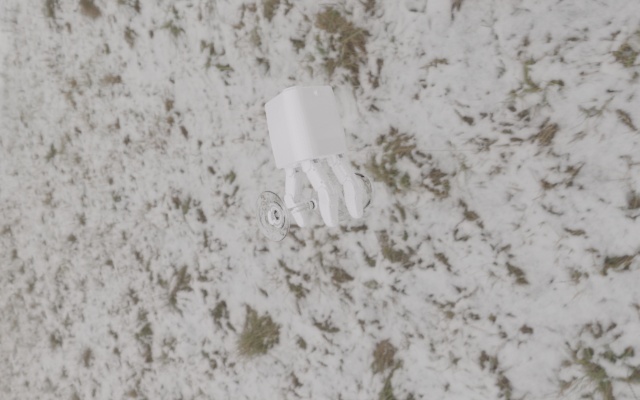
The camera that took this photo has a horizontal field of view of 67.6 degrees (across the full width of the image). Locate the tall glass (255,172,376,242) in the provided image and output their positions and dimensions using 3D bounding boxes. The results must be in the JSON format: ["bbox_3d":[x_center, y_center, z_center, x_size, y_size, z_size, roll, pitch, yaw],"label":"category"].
[{"bbox_3d":[0.000,0.003,0.744,0.201,0.079,0.079,-16,11,-43],"label":"tall glass"}]
